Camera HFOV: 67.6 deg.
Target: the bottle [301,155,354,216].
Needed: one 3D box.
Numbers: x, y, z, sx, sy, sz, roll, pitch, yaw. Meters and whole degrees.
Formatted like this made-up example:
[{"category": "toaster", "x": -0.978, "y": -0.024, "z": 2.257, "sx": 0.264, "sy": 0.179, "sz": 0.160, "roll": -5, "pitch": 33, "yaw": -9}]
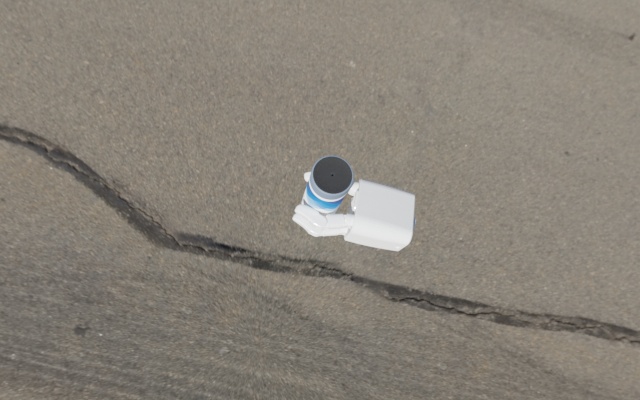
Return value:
[{"category": "bottle", "x": 0.000, "y": 0.003, "z": 0.878, "sx": 0.069, "sy": 0.069, "sz": 0.296, "roll": 0, "pitch": -17, "yaw": -8}]
